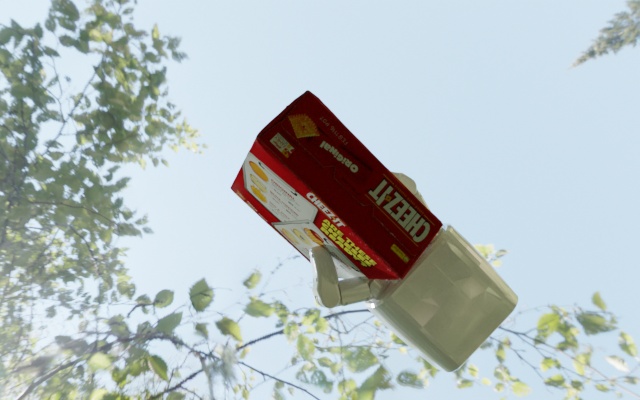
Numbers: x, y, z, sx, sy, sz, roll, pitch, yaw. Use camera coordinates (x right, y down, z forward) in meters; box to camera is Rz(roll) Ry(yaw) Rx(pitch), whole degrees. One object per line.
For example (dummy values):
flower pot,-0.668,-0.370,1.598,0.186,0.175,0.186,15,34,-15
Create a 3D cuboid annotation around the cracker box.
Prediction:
cracker box,0.000,0.002,0.482,0.164,0.072,0.214,44,-18,-5
